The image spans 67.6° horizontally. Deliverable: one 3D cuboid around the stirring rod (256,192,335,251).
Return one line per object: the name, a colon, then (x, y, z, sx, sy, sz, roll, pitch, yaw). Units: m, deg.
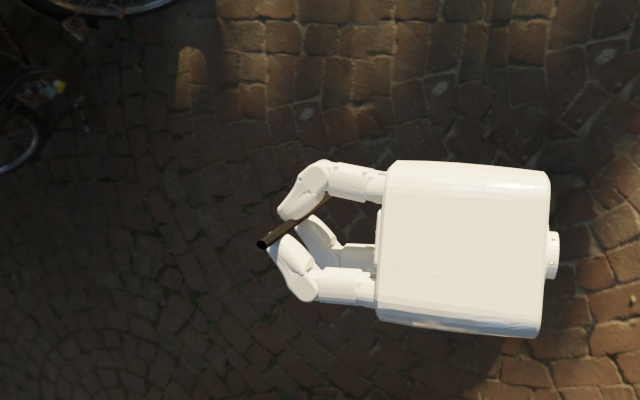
stirring rod: (0.000, 0.001, 0.441, 0.011, 0.011, 0.239, 0, 14, 21)
